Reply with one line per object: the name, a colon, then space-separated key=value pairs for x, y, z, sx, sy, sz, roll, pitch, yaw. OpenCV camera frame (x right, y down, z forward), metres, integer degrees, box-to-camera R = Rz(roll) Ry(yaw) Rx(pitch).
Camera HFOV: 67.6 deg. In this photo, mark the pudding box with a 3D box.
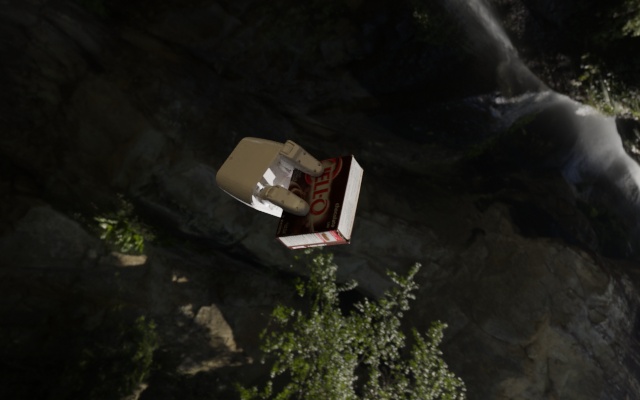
pudding box: x=0.000 y=0.002 z=0.599 sx=0.090 sy=0.113 sz=0.039 roll=-10 pitch=-36 yaw=32
